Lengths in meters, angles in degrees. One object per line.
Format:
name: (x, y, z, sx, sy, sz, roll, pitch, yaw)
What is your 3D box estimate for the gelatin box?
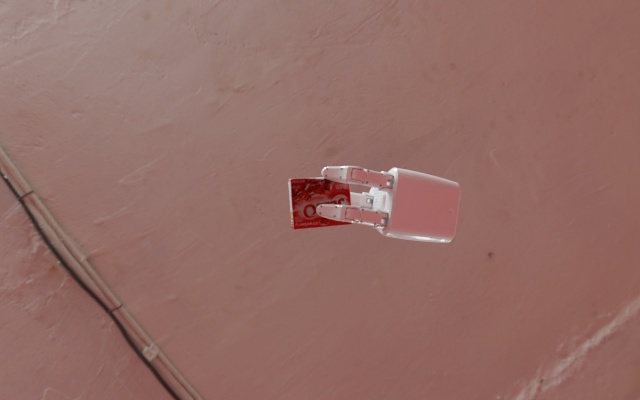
gelatin box: (0.000, 0.002, 0.699, 0.089, 0.073, 0.030, -4, 2, -10)
